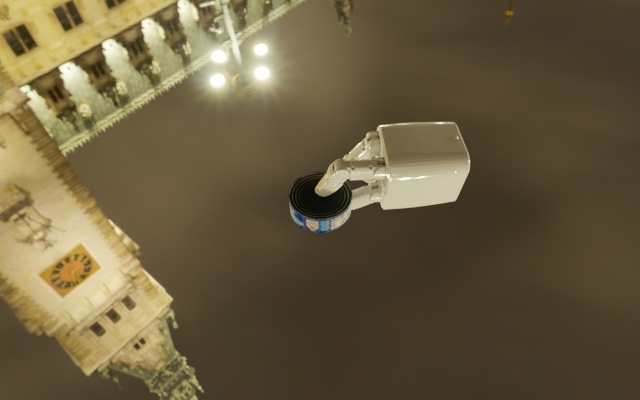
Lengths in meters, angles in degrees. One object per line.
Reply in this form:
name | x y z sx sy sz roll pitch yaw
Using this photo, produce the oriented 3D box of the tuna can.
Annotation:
tuna can | 0.000 0.003 0.650 0.086 0.086 0.034 0 -41 1
